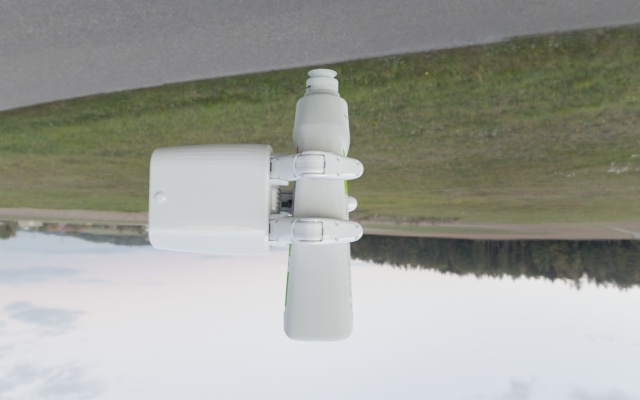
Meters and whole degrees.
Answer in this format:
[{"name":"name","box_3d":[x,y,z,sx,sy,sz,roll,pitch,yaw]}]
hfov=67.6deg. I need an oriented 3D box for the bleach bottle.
[{"name":"bleach bottle","box_3d":[0.000,0.002,0.469,0.068,0.251,0.102,1,-3,0]}]
